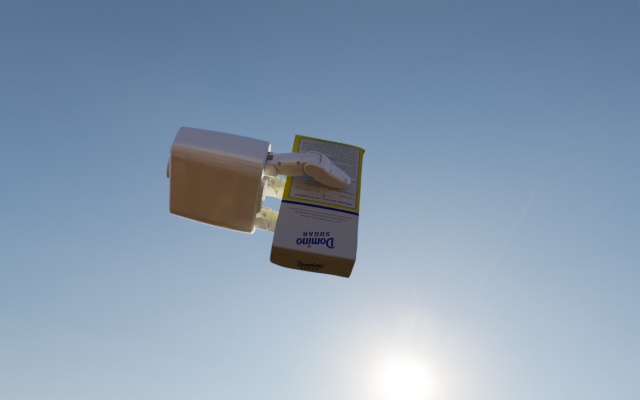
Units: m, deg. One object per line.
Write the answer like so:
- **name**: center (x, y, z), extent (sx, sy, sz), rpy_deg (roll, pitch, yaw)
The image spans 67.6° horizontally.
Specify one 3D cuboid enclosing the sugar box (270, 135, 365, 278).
- **sugar box**: center (0.000, 0.002, 0.569), extent (0.093, 0.176, 0.048), rpy_deg (11, -38, -2)
